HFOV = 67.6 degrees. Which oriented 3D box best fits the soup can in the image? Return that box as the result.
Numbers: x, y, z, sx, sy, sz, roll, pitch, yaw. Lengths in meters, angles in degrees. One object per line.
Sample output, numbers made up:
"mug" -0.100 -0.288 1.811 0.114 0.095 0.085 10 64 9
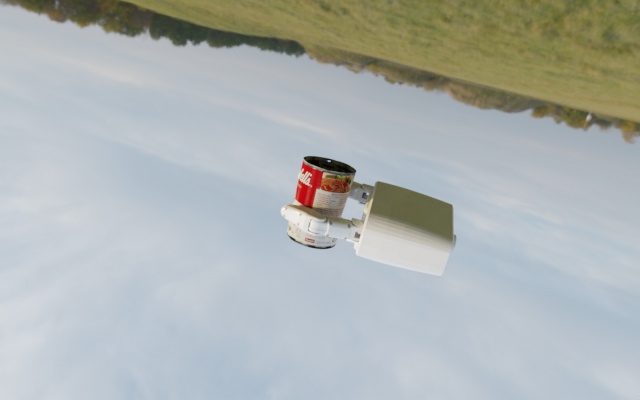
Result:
"soup can" 0.000 0.002 0.605 0.068 0.102 0.068 13 17 -4
